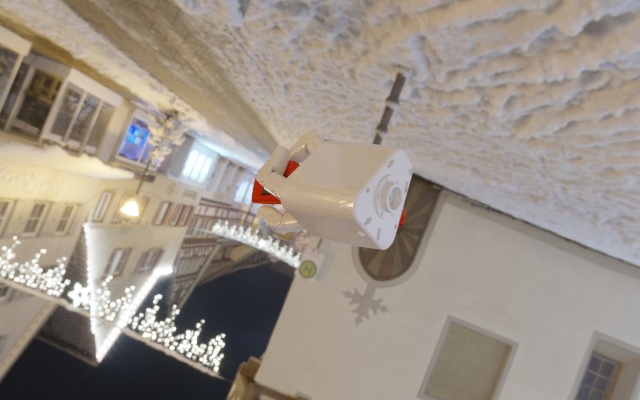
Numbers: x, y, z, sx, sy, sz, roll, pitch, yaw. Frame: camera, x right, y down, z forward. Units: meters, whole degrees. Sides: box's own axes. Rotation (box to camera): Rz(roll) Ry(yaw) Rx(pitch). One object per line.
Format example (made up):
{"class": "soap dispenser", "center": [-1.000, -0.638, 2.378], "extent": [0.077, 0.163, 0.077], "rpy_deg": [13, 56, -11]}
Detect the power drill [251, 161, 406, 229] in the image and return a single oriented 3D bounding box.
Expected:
{"class": "power drill", "center": [0.000, 0.002, 0.685], "extent": [0.188, 0.057, 0.184], "rpy_deg": [18, -14, -31]}
